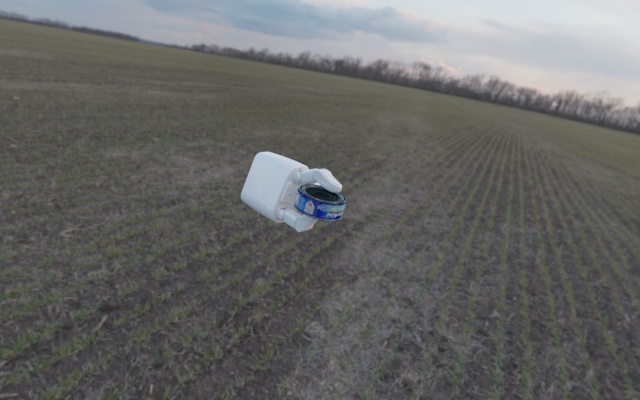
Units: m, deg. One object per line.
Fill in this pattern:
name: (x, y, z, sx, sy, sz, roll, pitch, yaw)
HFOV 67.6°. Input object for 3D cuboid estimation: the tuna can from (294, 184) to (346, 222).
tuna can: (0.000, 0.002, 0.809, 0.086, 0.034, 0.086, 13, 18, -5)
